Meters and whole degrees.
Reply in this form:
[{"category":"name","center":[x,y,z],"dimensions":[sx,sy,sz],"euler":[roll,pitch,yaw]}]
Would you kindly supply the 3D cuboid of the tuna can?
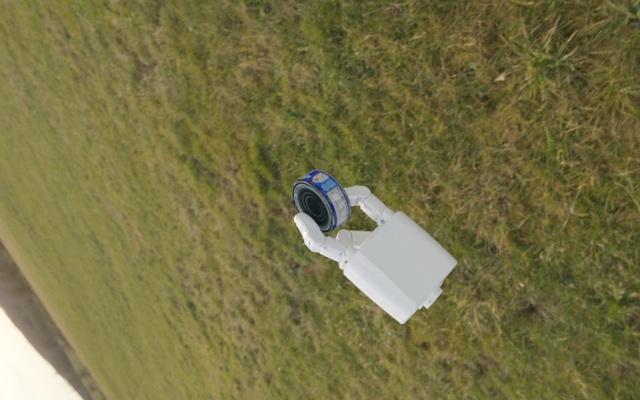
[{"category":"tuna can","center":[0.000,0.002,0.662],"dimensions":[0.033,0.086,0.086],"euler":[-34,19,-31]}]
